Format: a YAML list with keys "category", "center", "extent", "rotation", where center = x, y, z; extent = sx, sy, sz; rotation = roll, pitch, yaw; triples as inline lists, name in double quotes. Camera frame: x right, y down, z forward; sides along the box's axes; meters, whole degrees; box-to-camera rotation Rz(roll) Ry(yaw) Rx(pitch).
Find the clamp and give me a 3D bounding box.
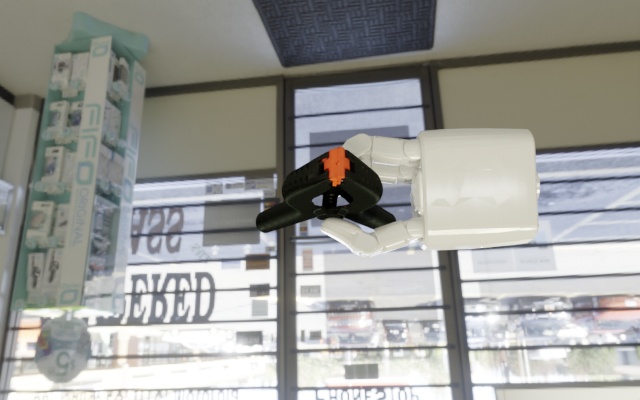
- category: "clamp"
  center: [0.000, 0.002, 0.482]
  extent: [0.164, 0.036, 0.210]
  rotation: [-2, -17, 4]
